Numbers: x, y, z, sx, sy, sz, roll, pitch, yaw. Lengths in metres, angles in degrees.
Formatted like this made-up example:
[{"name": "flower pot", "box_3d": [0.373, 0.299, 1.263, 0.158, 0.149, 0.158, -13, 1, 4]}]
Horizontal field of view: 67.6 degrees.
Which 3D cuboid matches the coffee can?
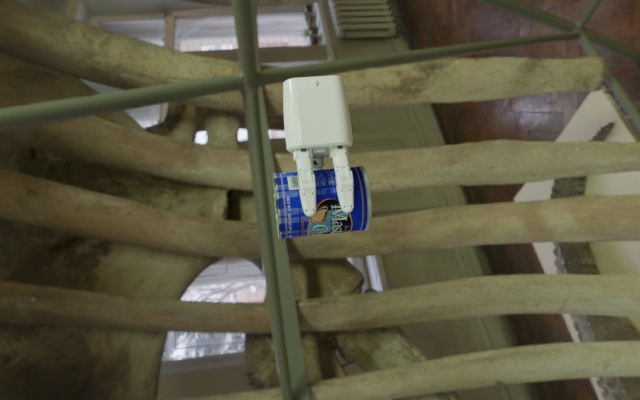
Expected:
[{"name": "coffee can", "box_3d": [0.000, 0.003, 0.743, 0.140, 0.103, 0.103, -5, 1, -7]}]
